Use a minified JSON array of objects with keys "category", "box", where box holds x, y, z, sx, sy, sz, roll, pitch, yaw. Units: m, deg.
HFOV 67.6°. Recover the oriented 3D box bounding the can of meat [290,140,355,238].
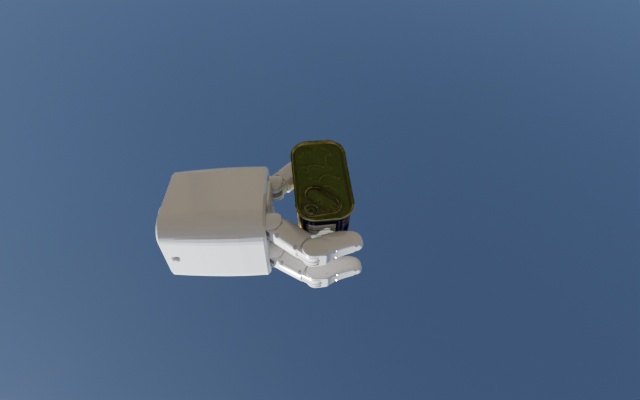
[{"category":"can of meat","box":[0.000,0.002,0.508,0.057,0.102,0.084,-5,-36,-5]}]
